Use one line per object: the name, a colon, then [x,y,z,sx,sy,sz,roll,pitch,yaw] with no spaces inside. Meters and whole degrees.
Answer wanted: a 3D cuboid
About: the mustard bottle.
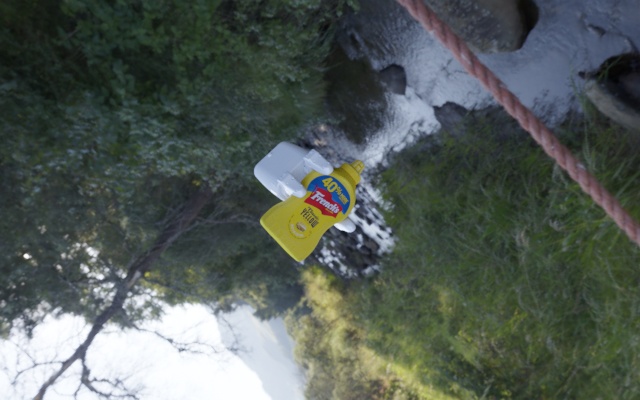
mustard bottle: [0.000,0.003,0.786,0.191,0.096,0.058,-44,14,-9]
